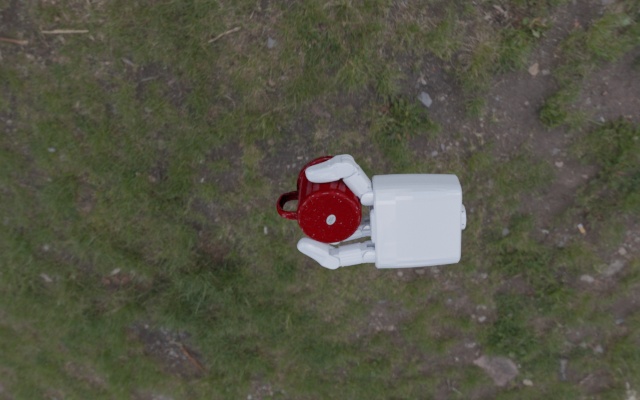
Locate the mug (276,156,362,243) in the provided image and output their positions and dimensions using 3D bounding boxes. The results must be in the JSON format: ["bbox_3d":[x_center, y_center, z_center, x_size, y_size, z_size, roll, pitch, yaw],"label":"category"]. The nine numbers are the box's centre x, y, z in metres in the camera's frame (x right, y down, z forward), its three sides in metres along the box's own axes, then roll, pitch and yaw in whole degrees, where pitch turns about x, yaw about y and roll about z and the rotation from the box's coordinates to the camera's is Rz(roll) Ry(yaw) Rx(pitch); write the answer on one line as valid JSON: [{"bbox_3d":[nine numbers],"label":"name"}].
[{"bbox_3d":[-0.001,0.002,0.622,0.117,0.093,0.081,-4,32,5],"label":"mug"}]
